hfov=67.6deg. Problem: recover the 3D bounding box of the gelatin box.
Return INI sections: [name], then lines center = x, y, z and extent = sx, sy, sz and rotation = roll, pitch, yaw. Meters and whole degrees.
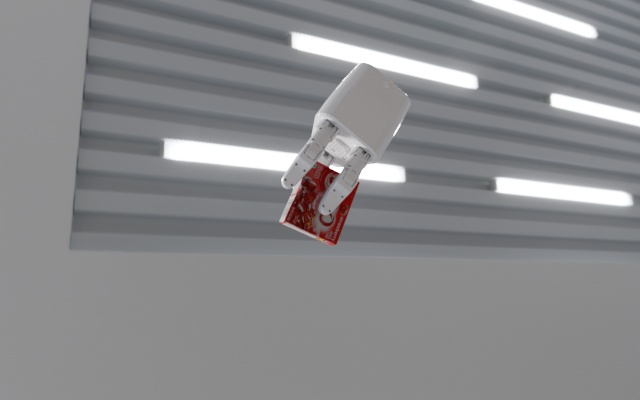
[gelatin box]
center = 0.000, 0.002, 0.601
extent = 0.073, 0.089, 0.030
rotation = 26, -14, -14
